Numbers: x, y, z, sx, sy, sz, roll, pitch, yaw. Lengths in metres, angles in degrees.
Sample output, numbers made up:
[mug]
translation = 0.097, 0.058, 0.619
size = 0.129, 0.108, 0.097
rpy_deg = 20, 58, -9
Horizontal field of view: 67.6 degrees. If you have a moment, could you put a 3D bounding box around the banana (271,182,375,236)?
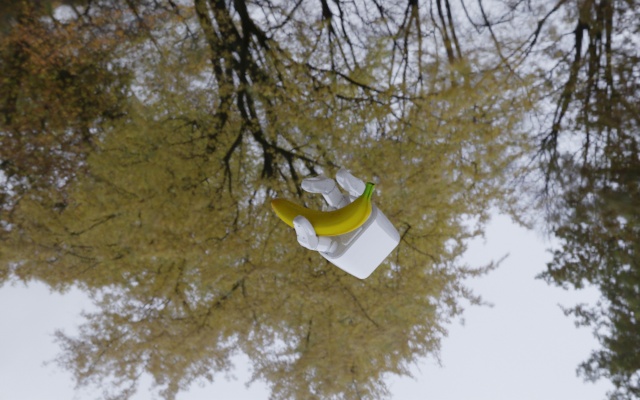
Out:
[banana]
translation = 0.003, 0.020, 0.728
size = 0.198, 0.069, 0.037
rpy_deg = -9, -13, 36
